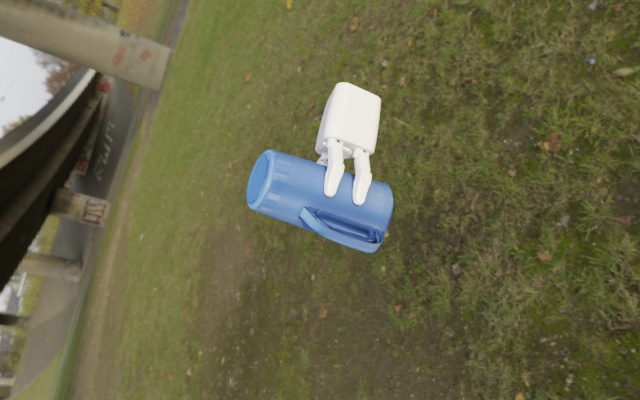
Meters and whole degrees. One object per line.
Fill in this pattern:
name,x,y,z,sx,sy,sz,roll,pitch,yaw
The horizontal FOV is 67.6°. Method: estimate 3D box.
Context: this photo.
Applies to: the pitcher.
pitcher,0.000,0.003,0.845,0.243,0.145,0.149,18,-13,-24
